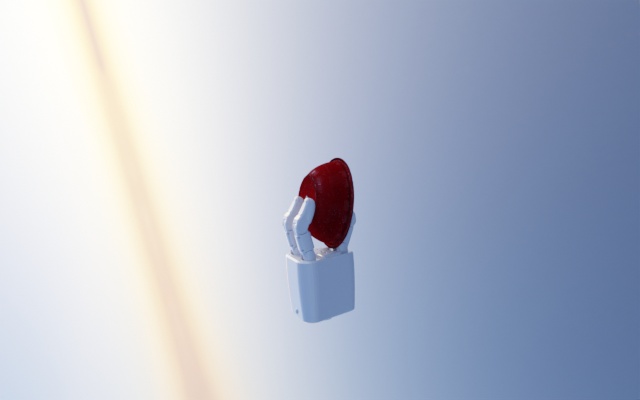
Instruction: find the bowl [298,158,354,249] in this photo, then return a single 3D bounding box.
[{"bbox_3d":[0.000,0.001,0.834,0.055,0.162,0.162,4,-2,-22],"label":"bowl"}]
